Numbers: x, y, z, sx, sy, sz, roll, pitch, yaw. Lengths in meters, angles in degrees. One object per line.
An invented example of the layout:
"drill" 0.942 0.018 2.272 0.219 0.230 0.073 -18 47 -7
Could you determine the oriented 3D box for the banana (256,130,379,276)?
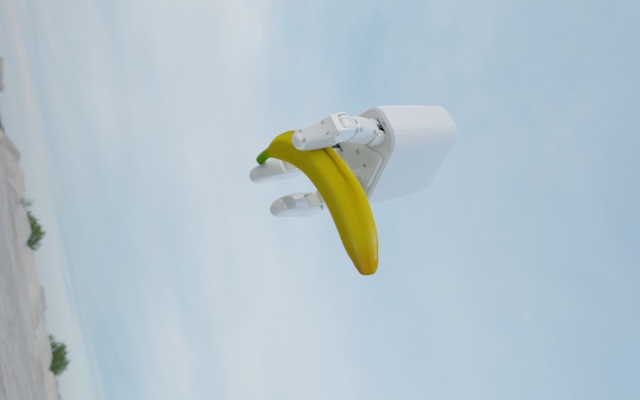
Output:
"banana" 0.003 -0.015 0.466 0.037 0.070 0.197 -10 43 -37
